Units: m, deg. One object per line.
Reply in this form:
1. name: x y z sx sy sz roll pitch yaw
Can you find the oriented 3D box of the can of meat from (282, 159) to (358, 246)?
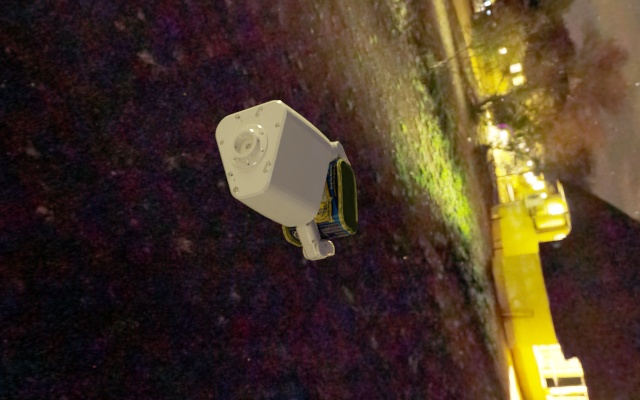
1. can of meat: 0.000 0.002 0.624 0.084 0.102 0.057 -12 -25 24
